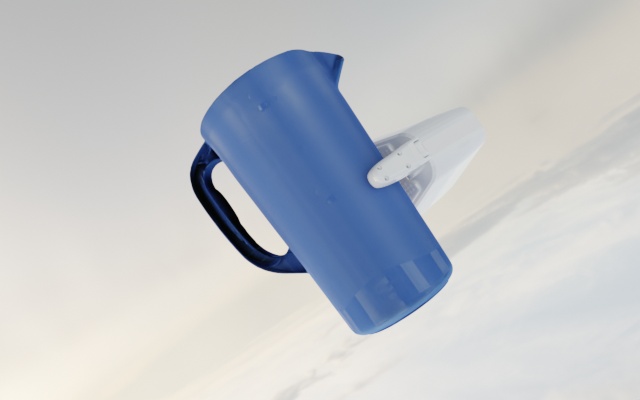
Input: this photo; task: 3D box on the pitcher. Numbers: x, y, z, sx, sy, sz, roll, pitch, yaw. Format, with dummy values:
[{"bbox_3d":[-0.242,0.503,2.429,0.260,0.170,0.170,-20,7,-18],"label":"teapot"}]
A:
[{"bbox_3d":[0.000,0.001,0.441,0.145,0.243,0.149,-30,-8,-37],"label":"pitcher"}]
